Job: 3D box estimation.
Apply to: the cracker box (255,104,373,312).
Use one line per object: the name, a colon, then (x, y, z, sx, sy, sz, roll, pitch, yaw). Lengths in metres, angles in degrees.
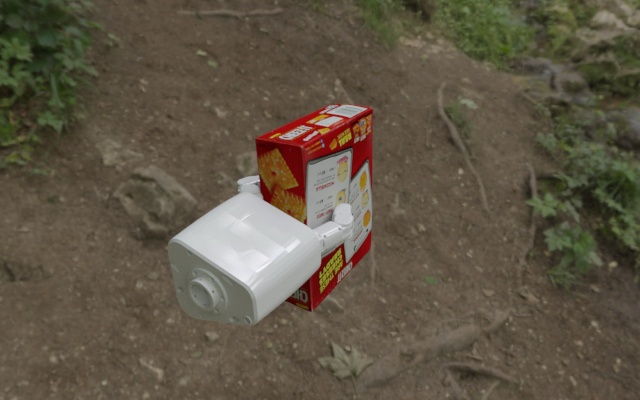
cracker box: (0.000, 0.002, 0.601, 0.072, 0.214, 0.164, 14, 31, 29)
